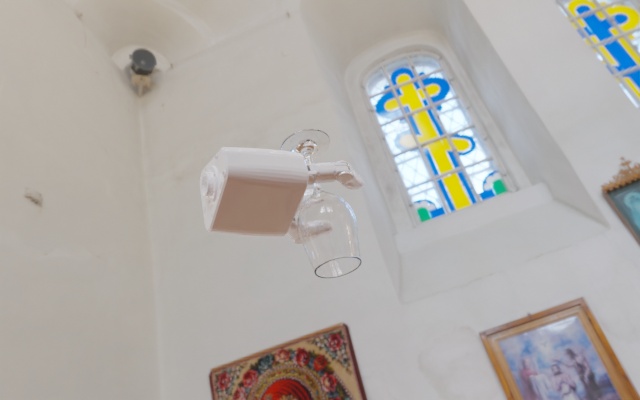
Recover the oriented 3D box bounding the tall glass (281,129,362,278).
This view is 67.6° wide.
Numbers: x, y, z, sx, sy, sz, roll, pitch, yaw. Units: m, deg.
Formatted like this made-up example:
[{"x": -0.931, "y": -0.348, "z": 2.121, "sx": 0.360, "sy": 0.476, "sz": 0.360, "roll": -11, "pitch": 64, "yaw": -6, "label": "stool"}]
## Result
[{"x": 0.000, "y": 0.002, "z": 0.652, "sx": 0.079, "sy": 0.201, "sz": 0.079, "roll": -12, "pitch": -30, "yaw": -7, "label": "tall glass"}]
